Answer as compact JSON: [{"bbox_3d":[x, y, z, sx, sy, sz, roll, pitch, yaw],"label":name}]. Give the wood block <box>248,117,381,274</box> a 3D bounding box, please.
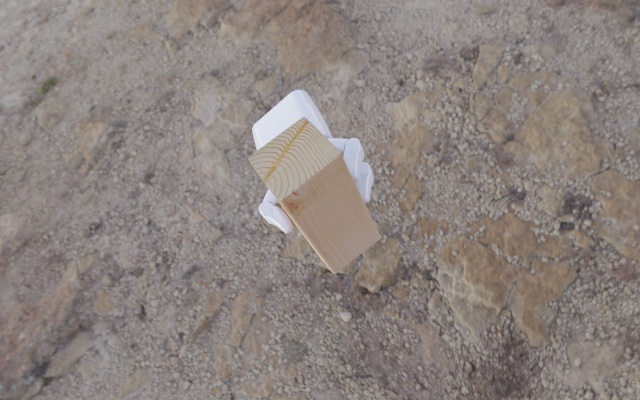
[{"bbox_3d":[0.000,0.002,0.640,0.091,0.090,0.206,-37,-38,-4],"label":"wood block"}]
